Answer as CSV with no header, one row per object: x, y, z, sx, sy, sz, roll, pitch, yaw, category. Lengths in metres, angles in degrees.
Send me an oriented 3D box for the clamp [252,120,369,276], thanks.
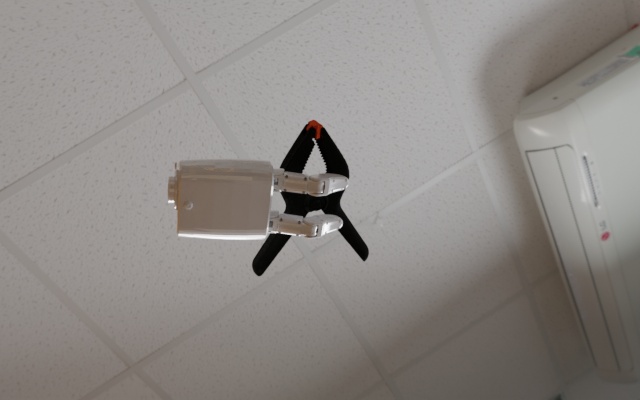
0.000,0.001,0.626,0.164,0.210,0.036,1,21,-21,clamp
